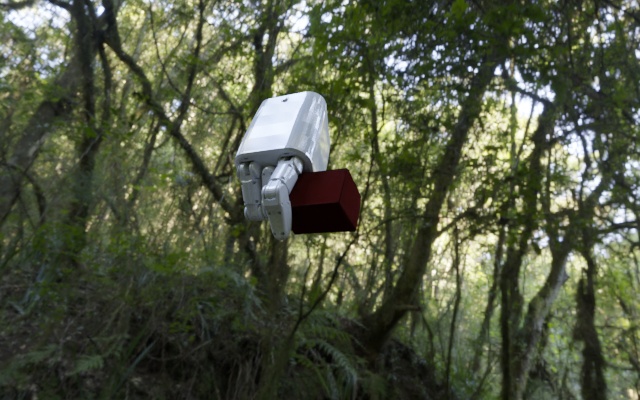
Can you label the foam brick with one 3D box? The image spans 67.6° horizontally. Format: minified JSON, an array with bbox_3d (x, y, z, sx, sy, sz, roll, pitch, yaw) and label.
[{"bbox_3d":[0.000,0.002,0.536,0.078,0.051,0.053,-4,-42,25],"label":"foam brick"}]
